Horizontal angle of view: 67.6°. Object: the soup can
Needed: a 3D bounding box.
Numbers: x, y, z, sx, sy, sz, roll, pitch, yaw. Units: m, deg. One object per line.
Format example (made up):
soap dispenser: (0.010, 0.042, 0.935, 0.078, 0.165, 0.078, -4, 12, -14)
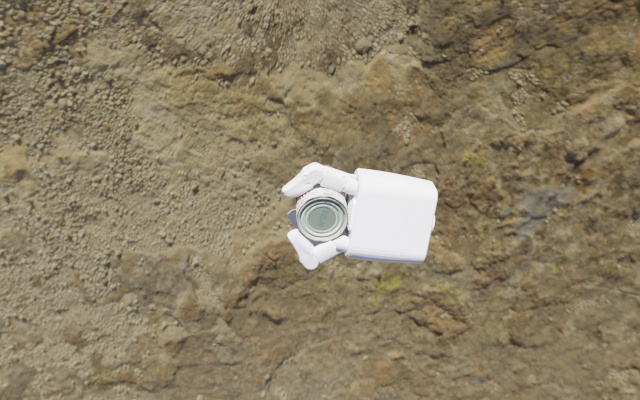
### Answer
soup can: (0.000, 0.002, 0.646, 0.068, 0.068, 0.102, 0, 28, -3)
